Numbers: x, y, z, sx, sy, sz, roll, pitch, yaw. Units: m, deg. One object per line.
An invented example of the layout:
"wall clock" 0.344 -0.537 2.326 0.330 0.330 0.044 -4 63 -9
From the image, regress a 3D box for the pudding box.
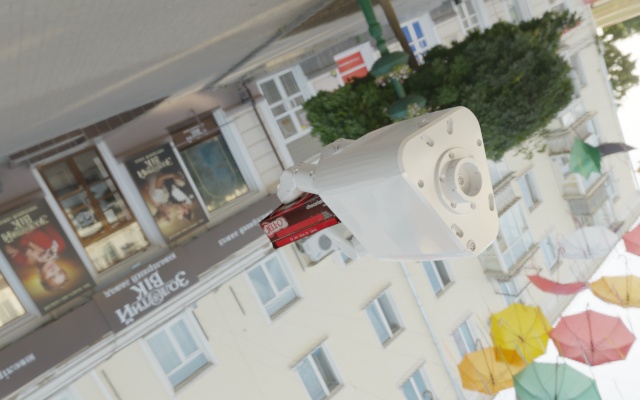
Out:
"pudding box" 0.000 0.002 0.509 0.090 0.039 0.113 -23 9 31
